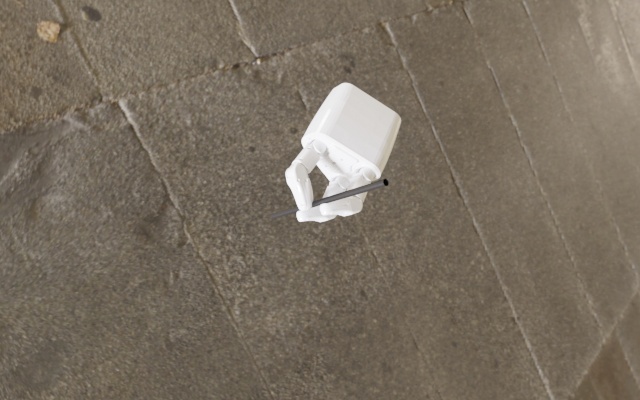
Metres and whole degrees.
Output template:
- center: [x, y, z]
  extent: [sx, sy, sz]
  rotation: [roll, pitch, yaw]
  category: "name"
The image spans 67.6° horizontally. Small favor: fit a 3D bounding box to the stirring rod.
- center: [0.000, 0.002, 0.606]
  extent: [0.011, 0.011, 0.239]
  rotation: [0, -10, -36]
  category: "stirring rod"
